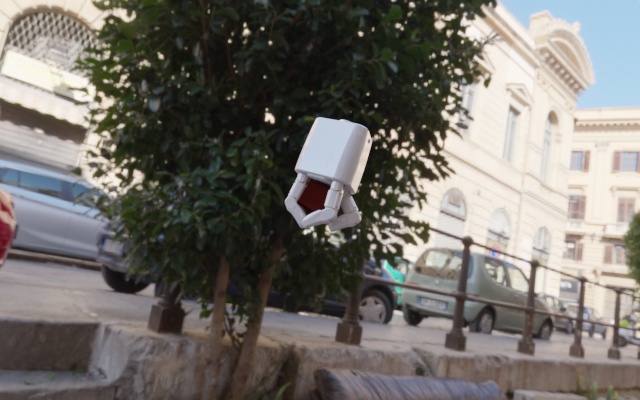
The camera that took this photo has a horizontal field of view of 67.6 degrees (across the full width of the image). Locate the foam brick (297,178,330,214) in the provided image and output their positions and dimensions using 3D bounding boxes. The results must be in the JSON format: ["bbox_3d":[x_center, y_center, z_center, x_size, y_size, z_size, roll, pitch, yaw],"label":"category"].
[{"bbox_3d":[0.000,0.003,0.861,0.053,0.051,0.078,29,-5,16],"label":"foam brick"}]
